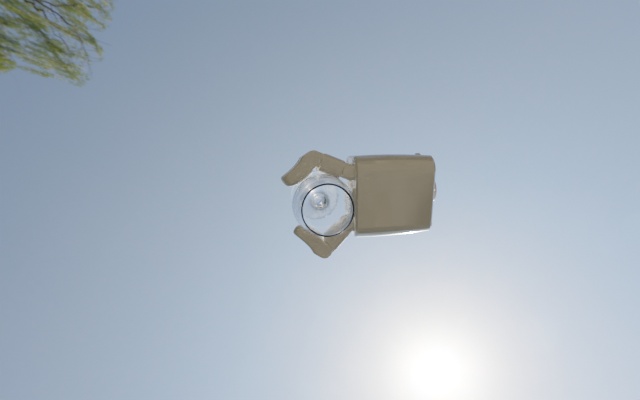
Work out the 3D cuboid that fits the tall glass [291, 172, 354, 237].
[{"bbox_3d":[0.000,0.002,0.643,0.079,0.079,0.201,0,5,-5],"label":"tall glass"}]
